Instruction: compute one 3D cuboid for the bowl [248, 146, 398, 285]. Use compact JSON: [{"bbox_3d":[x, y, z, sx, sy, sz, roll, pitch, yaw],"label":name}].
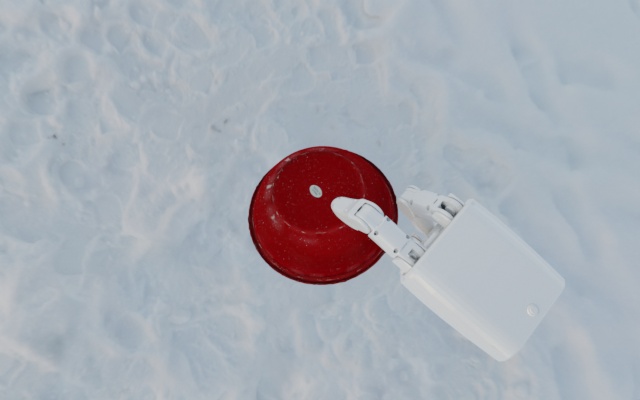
[{"bbox_3d":[-0.001,0.001,0.491,0.162,0.162,0.055,0,-25,5],"label":"bowl"}]
